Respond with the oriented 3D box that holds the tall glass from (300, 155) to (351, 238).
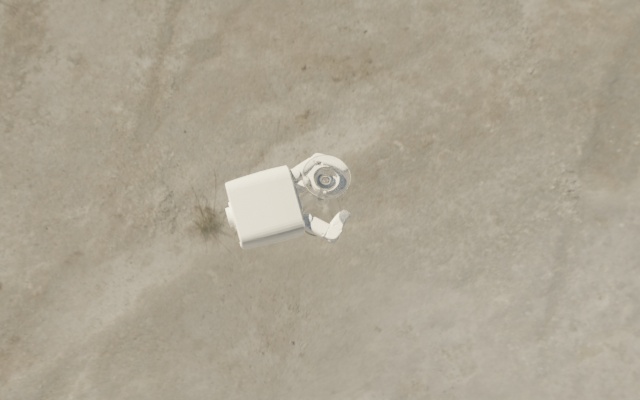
[{"bbox_3d":[0.000,0.002,0.811,0.079,0.079,0.201,0,-23,-5],"label":"tall glass"}]
